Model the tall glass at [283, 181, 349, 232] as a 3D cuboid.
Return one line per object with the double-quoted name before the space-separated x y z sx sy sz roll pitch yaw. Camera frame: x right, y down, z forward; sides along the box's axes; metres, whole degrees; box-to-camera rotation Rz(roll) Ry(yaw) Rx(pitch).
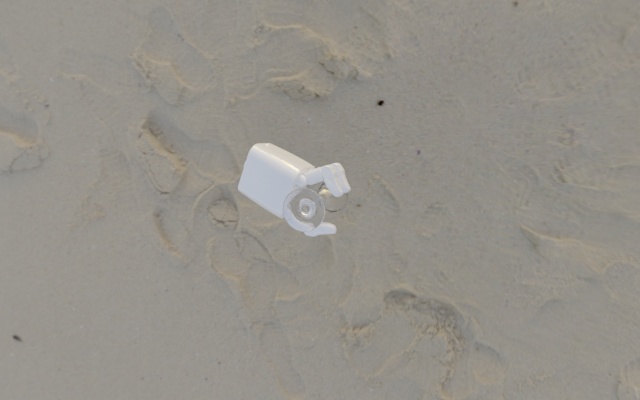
"tall glass" 0.000 0.003 0.889 0.079 0.079 0.201 0 7 17
